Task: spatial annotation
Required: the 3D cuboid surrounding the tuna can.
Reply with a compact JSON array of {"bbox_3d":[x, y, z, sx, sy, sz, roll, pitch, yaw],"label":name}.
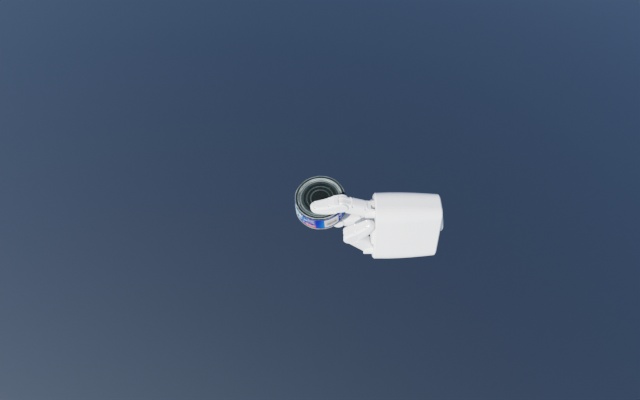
[{"bbox_3d":[0.000,0.002,0.788,0.086,0.086,0.034,0,-30,4],"label":"tuna can"}]
